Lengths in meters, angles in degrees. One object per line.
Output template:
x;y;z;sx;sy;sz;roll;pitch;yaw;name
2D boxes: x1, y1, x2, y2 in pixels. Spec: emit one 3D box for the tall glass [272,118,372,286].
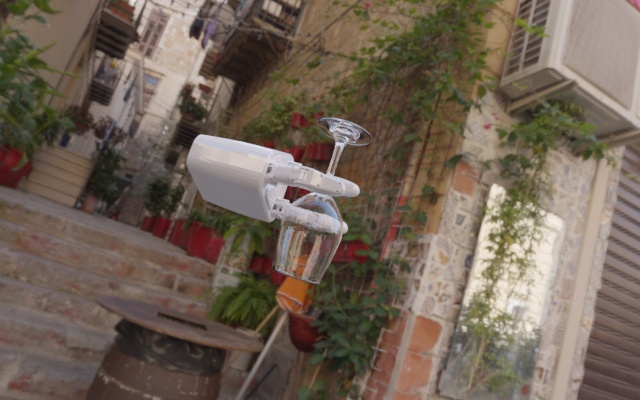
0.000;0.001;0.603;0.079;0.201;0.079;18;-12;4;tall glass
